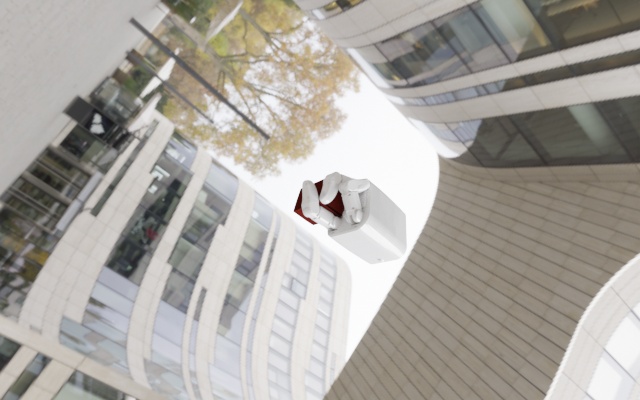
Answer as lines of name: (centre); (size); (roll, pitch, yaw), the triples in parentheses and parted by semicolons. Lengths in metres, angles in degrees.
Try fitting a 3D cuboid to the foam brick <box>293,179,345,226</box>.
foam brick: (0.000, 0.003, 0.826); (0.051, 0.053, 0.078); (36, -34, -27)
